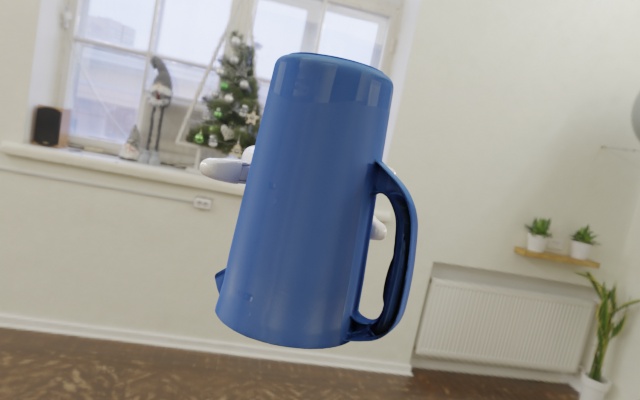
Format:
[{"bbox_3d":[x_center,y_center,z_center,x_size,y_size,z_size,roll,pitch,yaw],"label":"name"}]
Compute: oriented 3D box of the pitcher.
[{"bbox_3d":[0.000,0.001,0.432,0.149,0.243,0.145,9,7,-19],"label":"pitcher"}]
